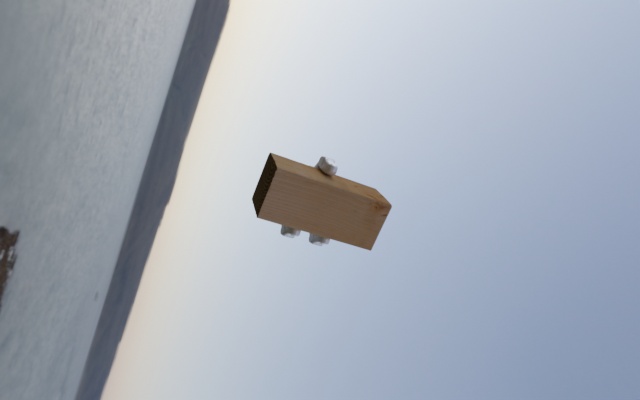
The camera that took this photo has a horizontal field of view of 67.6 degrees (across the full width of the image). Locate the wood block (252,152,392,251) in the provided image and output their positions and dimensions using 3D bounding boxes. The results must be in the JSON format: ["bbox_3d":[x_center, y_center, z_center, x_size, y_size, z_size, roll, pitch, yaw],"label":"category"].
[{"bbox_3d":[0.000,0.002,0.804,0.206,0.091,0.090,17,17,-20],"label":"wood block"}]
